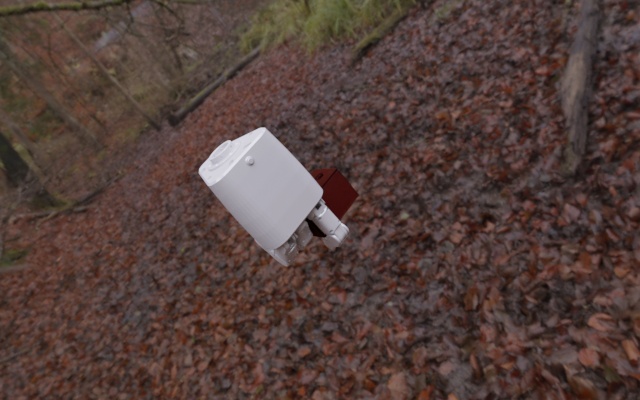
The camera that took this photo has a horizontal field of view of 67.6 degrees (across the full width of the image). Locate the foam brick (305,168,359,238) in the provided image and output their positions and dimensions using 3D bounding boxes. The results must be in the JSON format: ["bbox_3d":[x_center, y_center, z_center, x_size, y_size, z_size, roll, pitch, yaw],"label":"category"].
[{"bbox_3d":[0.000,0.002,0.619,0.051,0.078,0.053,49,-24,-24],"label":"foam brick"}]
